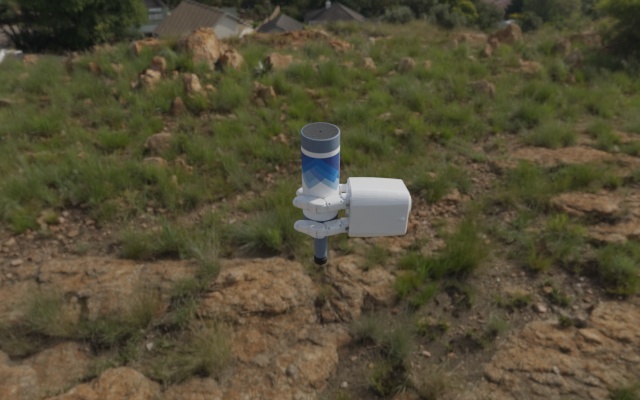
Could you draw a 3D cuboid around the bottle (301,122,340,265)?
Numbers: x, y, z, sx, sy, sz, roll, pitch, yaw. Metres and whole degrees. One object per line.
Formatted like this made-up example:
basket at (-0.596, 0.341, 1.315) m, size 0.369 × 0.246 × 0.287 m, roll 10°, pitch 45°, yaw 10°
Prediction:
bottle at (0.000, 0.003, 0.888) m, size 0.069 × 0.296 × 0.069 m, roll 0°, pitch 36°, yaw 0°
